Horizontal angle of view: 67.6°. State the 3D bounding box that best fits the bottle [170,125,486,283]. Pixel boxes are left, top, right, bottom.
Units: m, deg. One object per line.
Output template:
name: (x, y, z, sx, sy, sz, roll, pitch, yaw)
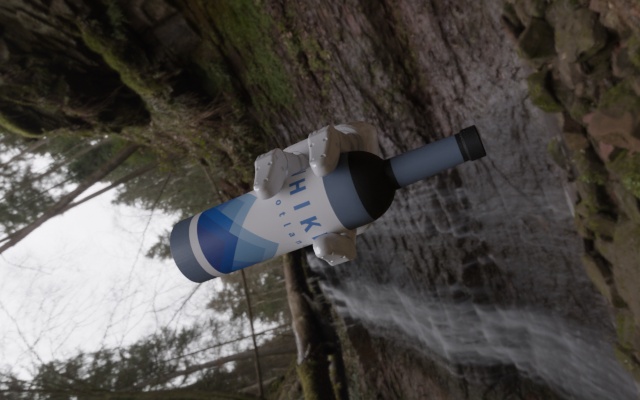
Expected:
bottle: (0.000, 0.002, 0.434, 0.296, 0.069, 0.069, -21, -7, 19)
